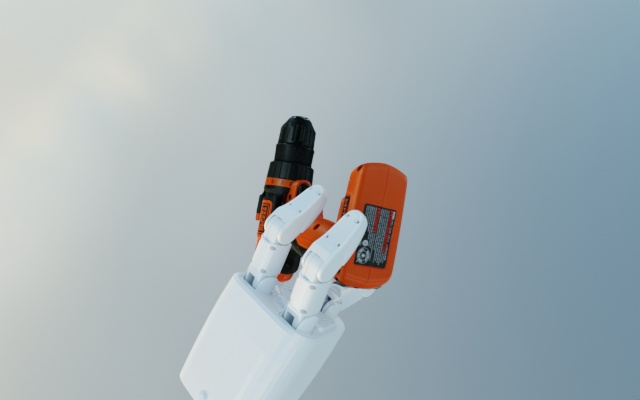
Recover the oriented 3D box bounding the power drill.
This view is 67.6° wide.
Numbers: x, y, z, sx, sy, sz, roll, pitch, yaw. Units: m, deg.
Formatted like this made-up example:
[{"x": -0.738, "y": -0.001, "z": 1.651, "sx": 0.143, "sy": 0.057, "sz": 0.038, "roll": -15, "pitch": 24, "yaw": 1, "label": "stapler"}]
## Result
[{"x": 0.000, "y": 0.002, "z": 0.467, "sx": 0.057, "sy": 0.184, "sz": 0.187, "roll": 10, "pitch": -2, "yaw": -32, "label": "power drill"}]
